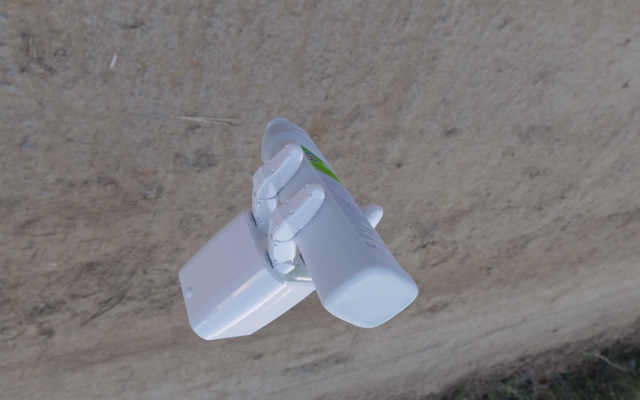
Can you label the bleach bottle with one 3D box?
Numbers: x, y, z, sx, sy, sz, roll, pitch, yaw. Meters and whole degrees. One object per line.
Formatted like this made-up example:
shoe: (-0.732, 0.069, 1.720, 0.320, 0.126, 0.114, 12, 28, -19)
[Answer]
bleach bottle: (0.000, 0.002, 0.487, 0.068, 0.250, 0.103, -39, -41, 13)
